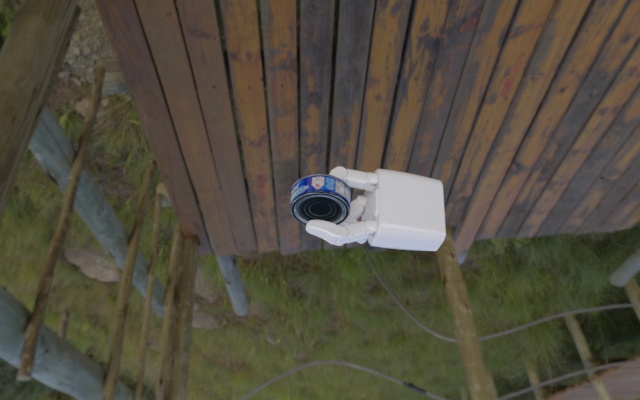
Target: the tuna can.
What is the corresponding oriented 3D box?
[{"bbox_3d":[0.000,0.003,0.675,0.086,0.033,0.086,2,-38,1],"label":"tuna can"}]
